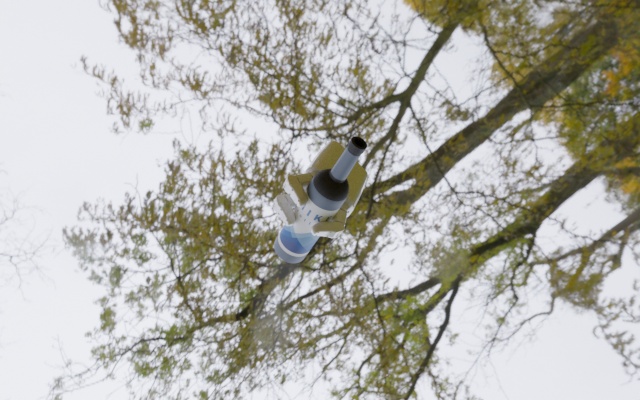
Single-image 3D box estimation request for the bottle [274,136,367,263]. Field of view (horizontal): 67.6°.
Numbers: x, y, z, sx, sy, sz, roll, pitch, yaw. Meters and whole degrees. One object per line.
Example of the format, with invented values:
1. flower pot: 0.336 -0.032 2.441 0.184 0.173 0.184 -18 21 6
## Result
1. bottle: 0.000 0.003 0.824 0.069 0.069 0.296 0 -38 -31
